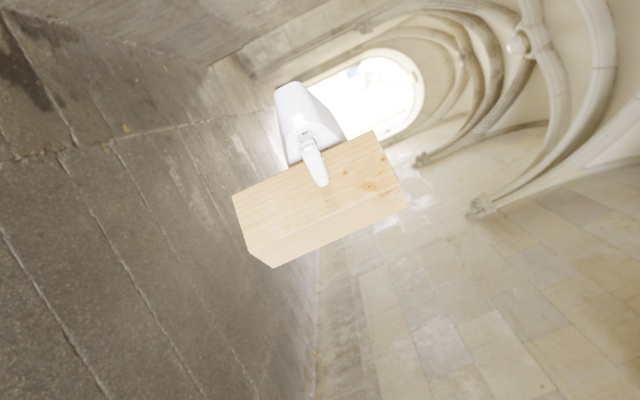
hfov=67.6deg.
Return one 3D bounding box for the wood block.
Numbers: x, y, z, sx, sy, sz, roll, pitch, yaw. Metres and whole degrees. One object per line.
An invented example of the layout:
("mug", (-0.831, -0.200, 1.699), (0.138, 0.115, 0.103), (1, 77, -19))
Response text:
("wood block", (0.000, 0.002, 0.641), (0.206, 0.090, 0.091), (-25, -26, 6))
